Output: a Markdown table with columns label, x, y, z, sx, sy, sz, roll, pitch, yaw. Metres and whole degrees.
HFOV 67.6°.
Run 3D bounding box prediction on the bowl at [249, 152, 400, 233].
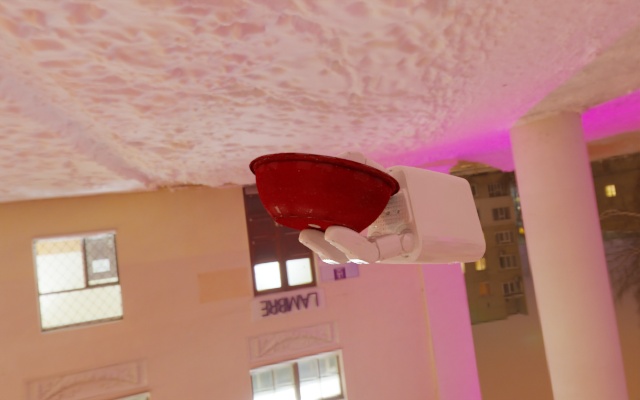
| label | x | y | z | sx | sy | sz | roll | pitch | yaw |
| --- | --- | --- | --- | --- | --- | --- | --- | --- | --- |
| bowl | -0.001 | 0.002 | 0.505 | 0.162 | 0.055 | 0.162 | 9 | -13 | 2 |
